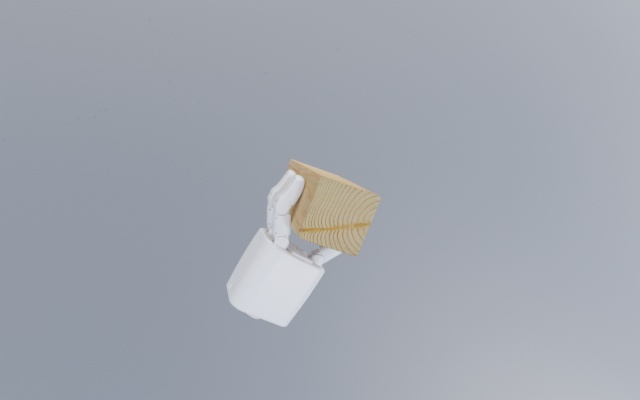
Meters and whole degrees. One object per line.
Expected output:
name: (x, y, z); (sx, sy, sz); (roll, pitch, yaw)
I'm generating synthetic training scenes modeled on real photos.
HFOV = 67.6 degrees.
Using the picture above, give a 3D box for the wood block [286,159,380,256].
wood block: (0.000, 0.003, 0.723); (0.091, 0.090, 0.206); (19, 6, -18)
